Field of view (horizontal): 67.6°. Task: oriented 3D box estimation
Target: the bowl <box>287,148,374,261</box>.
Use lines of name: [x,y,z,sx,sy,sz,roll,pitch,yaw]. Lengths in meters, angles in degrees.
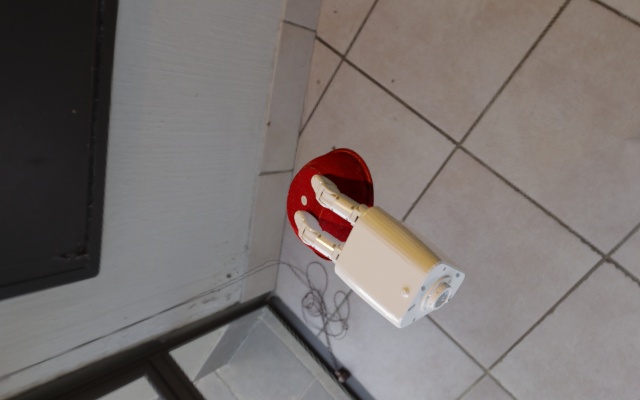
bowl: [-0.001,0.002,0.664,0.055,0.162,0.162,8,-5,-36]
